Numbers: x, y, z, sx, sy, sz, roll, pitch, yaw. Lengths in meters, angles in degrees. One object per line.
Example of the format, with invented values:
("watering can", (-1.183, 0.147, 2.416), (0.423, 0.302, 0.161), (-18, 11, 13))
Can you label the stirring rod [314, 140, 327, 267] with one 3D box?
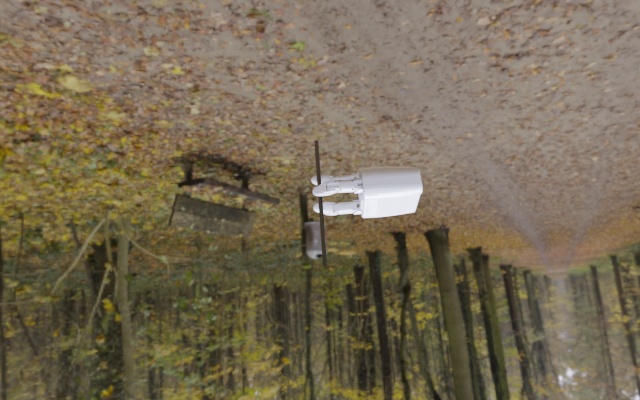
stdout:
("stirring rod", (0.000, 0.003, 0.897), (0.011, 0.239, 0.011), (-4, -11, -1))
